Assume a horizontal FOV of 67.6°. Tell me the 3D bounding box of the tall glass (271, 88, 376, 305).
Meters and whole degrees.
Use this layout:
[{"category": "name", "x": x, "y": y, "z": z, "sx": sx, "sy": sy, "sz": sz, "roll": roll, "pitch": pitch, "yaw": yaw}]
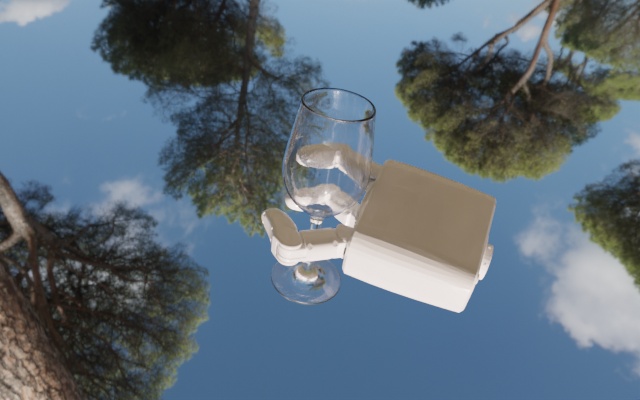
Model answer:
[{"category": "tall glass", "x": 0.000, "y": 0.002, "z": 0.443, "sx": 0.079, "sy": 0.201, "sz": 0.079, "roll": 7, "pitch": 36, "yaw": -5}]
